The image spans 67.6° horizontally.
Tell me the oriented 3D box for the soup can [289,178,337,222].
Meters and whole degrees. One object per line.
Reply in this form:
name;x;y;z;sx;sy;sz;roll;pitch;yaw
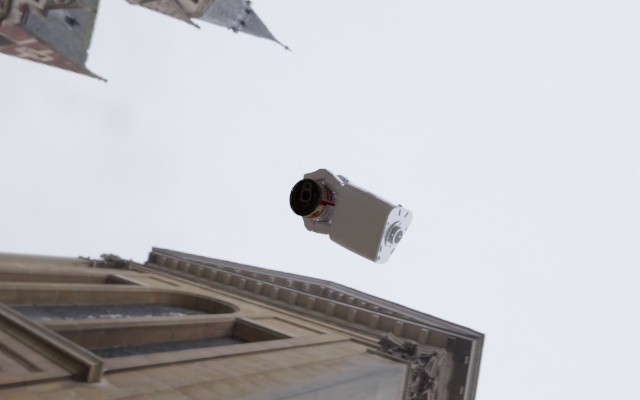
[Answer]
soup can;0.000;0.003;0.873;0.068;0.068;0.102;0;-10;35
